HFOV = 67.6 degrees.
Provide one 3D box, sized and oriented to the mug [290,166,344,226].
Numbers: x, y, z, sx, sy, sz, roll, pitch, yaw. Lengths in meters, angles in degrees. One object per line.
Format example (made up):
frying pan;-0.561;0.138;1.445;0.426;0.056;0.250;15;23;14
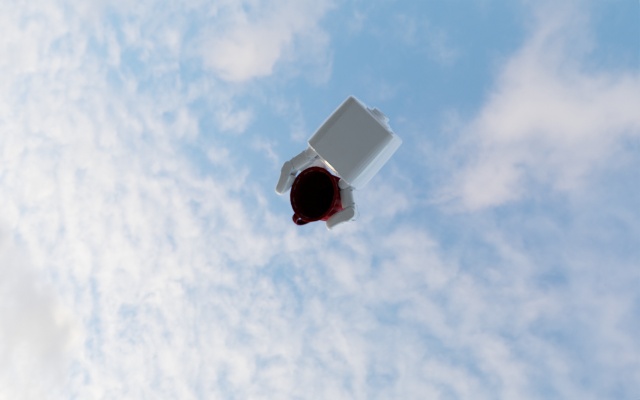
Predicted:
mug;-0.001;0.004;0.823;0.117;0.093;0.081;-47;-28;18
